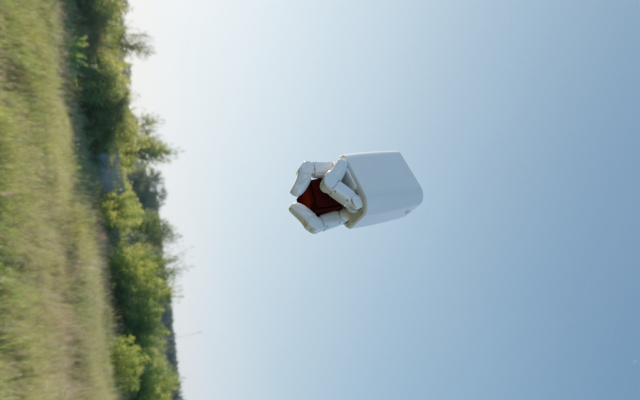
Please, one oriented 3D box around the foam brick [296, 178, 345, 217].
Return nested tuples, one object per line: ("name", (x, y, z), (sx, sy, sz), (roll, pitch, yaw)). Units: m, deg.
("foam brick", (0.000, 0.003, 0.768), (0.051, 0.053, 0.078), (-9, -19, -22))
